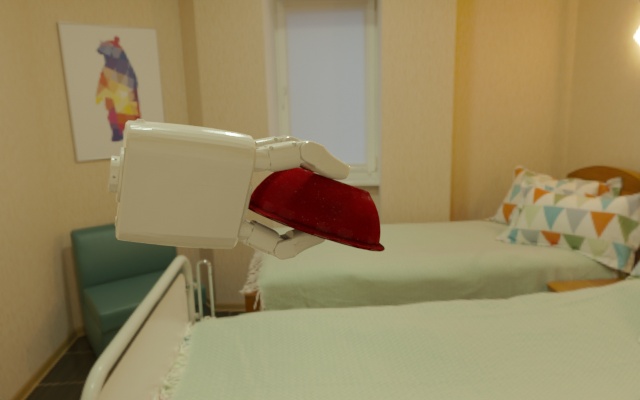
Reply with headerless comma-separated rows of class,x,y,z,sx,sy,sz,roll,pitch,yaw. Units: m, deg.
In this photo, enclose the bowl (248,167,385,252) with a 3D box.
bowl,0.001,0.002,0.512,0.162,0.055,0.162,19,3,-1
